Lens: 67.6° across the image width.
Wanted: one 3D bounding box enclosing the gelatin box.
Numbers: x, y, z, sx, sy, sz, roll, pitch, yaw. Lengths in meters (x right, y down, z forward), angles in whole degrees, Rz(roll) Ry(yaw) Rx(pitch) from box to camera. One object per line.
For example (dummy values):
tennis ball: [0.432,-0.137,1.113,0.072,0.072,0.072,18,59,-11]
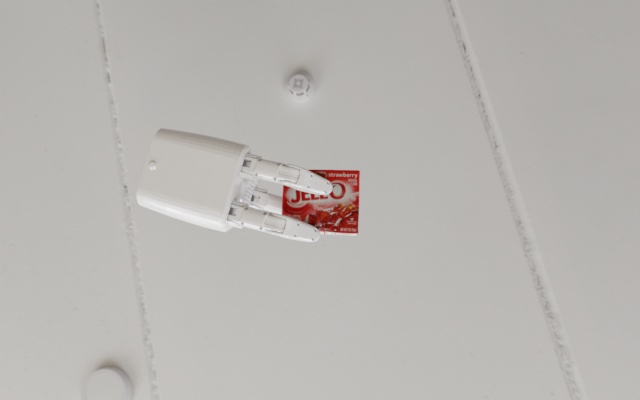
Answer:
gelatin box: [0.000,0.002,0.550,0.089,0.073,0.030,2,-8,1]
